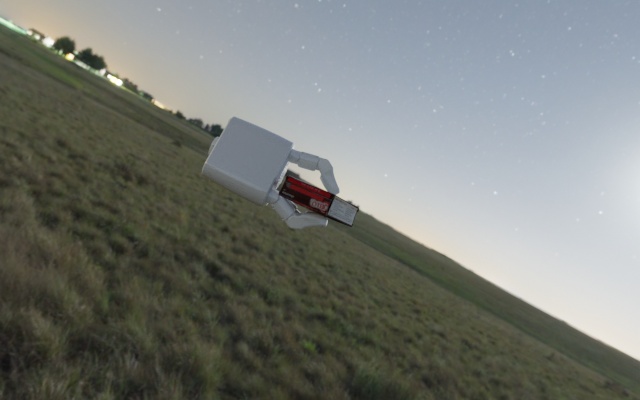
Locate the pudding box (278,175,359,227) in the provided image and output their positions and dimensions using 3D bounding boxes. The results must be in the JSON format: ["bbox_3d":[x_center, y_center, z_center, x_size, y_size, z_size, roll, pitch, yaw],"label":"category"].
[{"bbox_3d":[0.000,0.002,0.750,0.090,0.039,0.113,24,1,27],"label":"pudding box"}]
